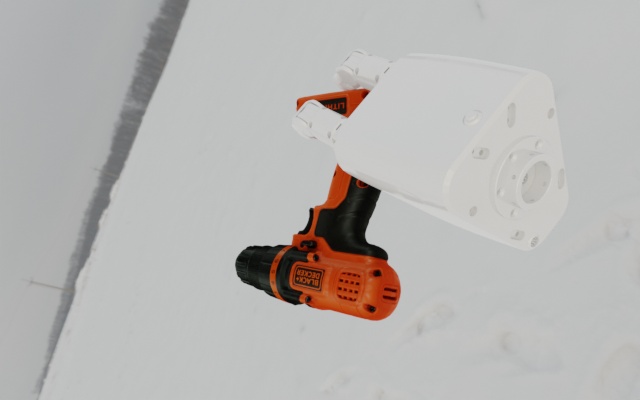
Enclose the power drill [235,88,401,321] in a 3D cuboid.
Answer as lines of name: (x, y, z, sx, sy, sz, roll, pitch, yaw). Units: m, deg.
power drill: (0.000, 0.001, 0.428, 0.184, 0.187, 0.057, 4, -9, 43)
